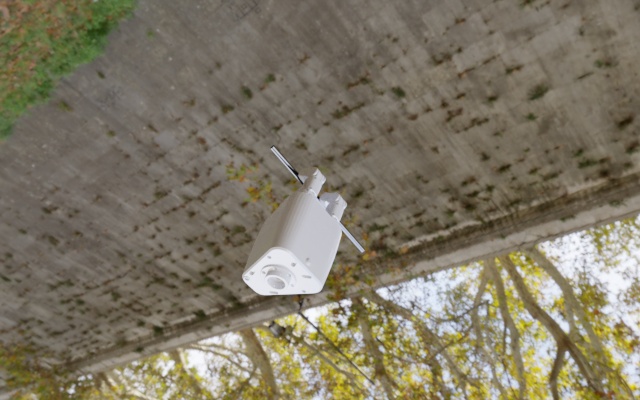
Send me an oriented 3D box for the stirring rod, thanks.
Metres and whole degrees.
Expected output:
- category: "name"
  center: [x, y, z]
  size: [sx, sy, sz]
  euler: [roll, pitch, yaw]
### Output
- category: "stirring rod"
  center: [0.000, 0.002, 0.762]
  size: [0.240, 0.011, 0.011]
  euler: [49, -26, -25]
